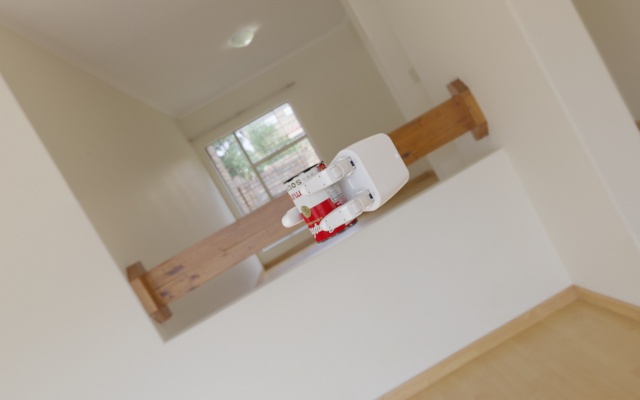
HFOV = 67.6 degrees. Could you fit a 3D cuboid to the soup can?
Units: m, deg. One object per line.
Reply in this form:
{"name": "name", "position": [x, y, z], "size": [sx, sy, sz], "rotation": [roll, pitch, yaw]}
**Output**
{"name": "soup can", "position": [0.000, 0.002, 0.684], "size": [0.068, 0.102, 0.068], "rotation": [-30, 3, 2]}
